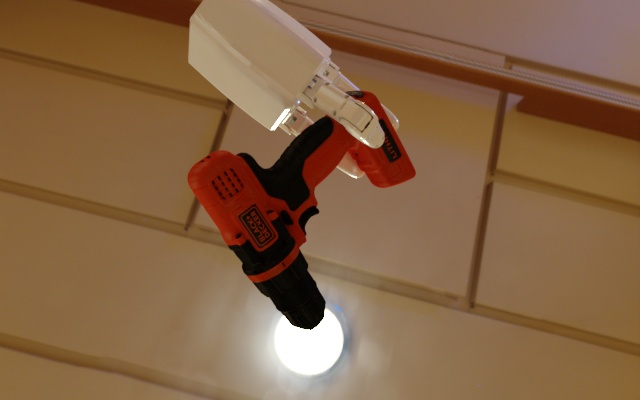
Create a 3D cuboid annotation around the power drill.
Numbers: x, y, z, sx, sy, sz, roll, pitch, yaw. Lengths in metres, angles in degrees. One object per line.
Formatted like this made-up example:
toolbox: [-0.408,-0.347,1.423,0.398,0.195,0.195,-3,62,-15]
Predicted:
power drill: [0.000,0.001,0.439,0.187,0.184,0.057,-39,22,-22]
